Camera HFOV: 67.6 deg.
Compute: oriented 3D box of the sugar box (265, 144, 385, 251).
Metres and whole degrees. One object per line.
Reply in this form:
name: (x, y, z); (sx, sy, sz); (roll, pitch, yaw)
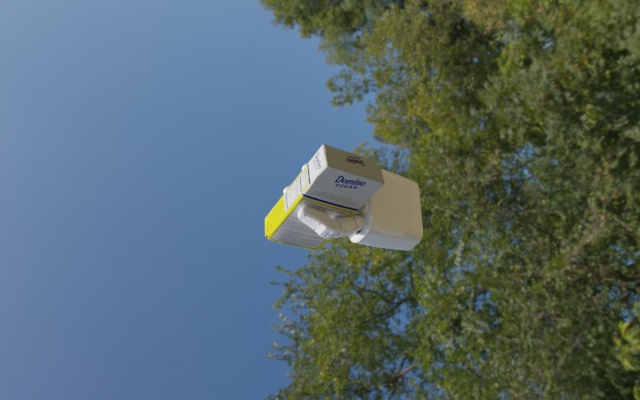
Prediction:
sugar box: (0.000, 0.002, 0.672); (0.093, 0.048, 0.176); (16, -46, -28)
